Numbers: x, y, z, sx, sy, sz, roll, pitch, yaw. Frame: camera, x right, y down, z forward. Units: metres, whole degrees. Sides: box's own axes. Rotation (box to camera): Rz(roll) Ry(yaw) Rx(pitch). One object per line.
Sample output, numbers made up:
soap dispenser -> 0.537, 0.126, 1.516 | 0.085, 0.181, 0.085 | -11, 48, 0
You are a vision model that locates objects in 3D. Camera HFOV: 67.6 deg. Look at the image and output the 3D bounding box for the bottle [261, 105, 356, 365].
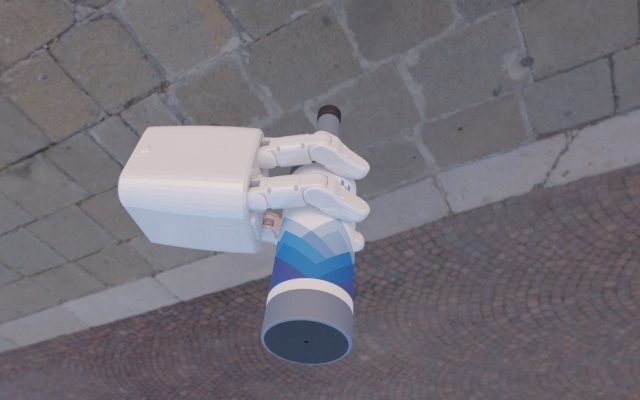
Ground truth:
bottle -> 0.000, 0.002, 0.451 | 0.069, 0.069, 0.295 | 0, 44, 6
